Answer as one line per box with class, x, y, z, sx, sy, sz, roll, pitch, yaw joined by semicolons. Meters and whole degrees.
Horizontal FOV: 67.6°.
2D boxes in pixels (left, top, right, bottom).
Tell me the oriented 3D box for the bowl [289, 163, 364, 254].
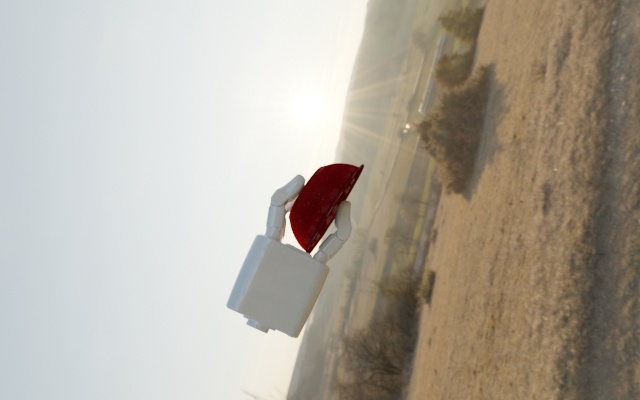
bowl;0.000;0.001;0.706;0.055;0.162;0.162;33;4;6
